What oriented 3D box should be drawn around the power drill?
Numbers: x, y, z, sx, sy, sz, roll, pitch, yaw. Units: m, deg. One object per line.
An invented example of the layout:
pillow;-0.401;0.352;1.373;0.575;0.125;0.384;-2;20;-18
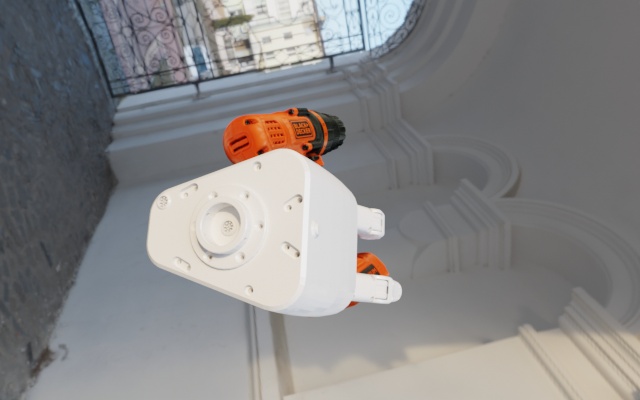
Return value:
power drill;0.000;0.002;0.459;0.057;0.187;0.184;-24;-1;30
